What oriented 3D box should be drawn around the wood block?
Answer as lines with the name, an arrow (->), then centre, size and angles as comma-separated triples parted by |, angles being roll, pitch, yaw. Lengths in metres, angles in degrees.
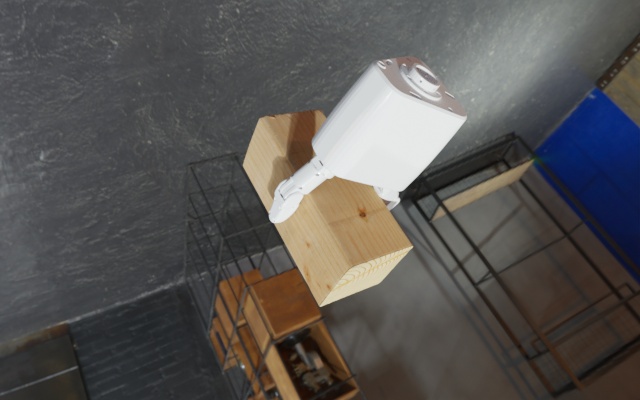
wood block -> 0.000, 0.002, 0.554 | 0.091, 0.206, 0.090 | -14, -30, -34
